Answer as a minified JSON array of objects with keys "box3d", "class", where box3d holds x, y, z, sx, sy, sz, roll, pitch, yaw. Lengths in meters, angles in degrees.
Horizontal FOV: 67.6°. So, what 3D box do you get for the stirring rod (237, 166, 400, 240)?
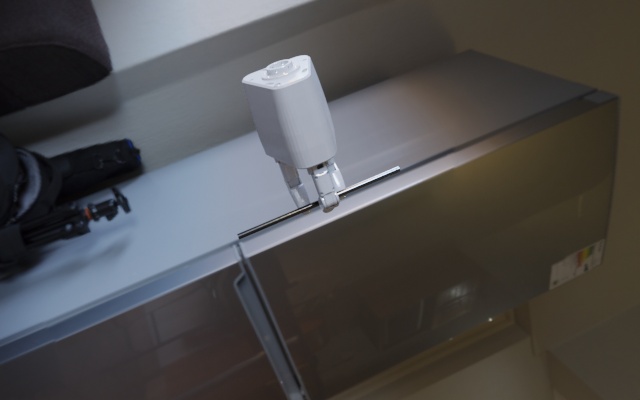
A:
[{"box3d":[0.000,0.002,0.652,0.239,0.011,0.011,-23,3,-8],"class":"stirring rod"}]
